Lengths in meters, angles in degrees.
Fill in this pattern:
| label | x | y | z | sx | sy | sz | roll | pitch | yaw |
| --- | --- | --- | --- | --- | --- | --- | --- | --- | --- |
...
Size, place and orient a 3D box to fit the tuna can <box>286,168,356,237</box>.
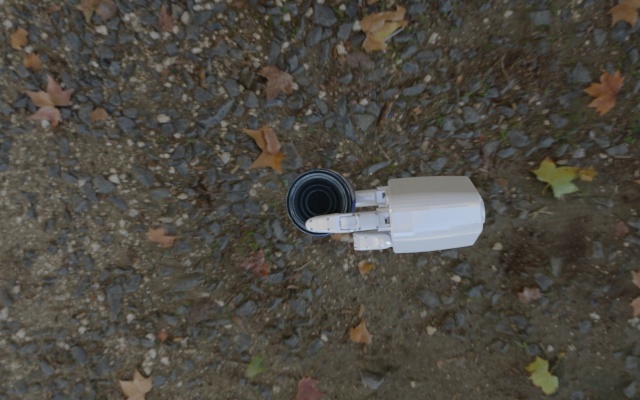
| label | x | y | z | sx | sy | sz | roll | pitch | yaw |
| --- | --- | --- | --- | --- | --- | --- | --- | --- | --- |
| tuna can | 0.000 | 0.002 | 0.603 | 0.086 | 0.086 | 0.034 | 0 | 4 | 12 |
